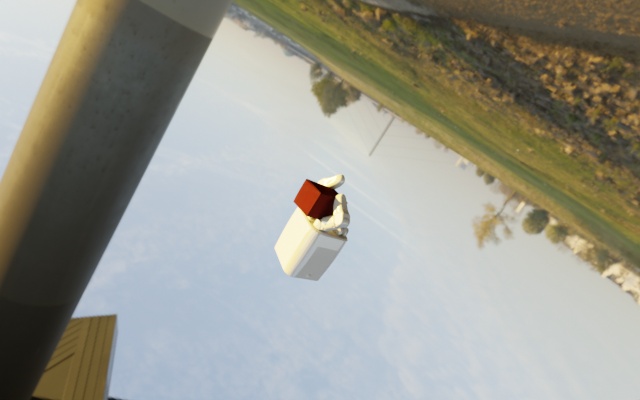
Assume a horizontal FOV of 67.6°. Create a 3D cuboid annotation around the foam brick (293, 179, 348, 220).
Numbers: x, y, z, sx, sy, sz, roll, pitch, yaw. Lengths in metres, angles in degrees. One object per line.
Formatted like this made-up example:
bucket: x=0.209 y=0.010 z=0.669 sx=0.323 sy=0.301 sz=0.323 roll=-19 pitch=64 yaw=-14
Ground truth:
foam brick: x=0.000 y=0.003 z=0.879 sx=0.078 sy=0.051 sz=0.053 roll=19 pitch=20 yaw=-44
